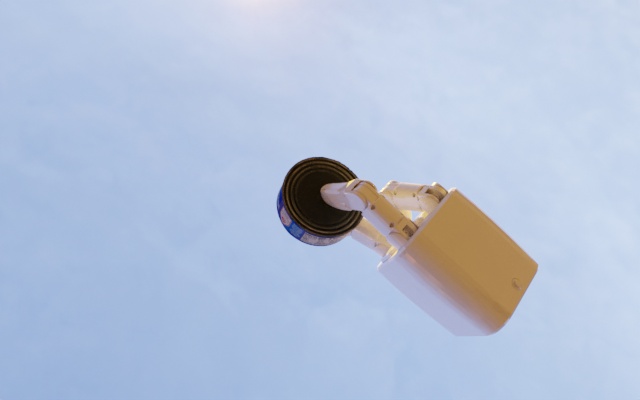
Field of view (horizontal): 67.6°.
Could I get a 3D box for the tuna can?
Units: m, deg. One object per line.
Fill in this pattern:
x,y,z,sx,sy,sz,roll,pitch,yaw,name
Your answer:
0.000,0.002,0.477,0.086,0.086,0.034,0,-24,-18,tuna can
